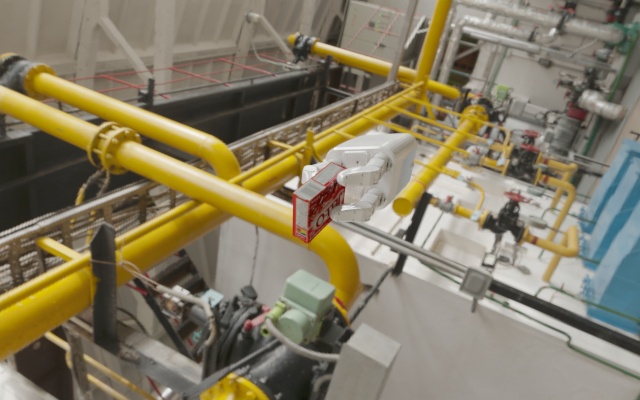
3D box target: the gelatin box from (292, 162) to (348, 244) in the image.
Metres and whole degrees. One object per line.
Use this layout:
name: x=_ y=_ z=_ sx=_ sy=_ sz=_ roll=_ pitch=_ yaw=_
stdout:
gelatin box: x=0.000 y=0.002 z=0.627 sx=0.030 sy=0.073 sz=0.089 roll=26 pitch=45 yaw=24
